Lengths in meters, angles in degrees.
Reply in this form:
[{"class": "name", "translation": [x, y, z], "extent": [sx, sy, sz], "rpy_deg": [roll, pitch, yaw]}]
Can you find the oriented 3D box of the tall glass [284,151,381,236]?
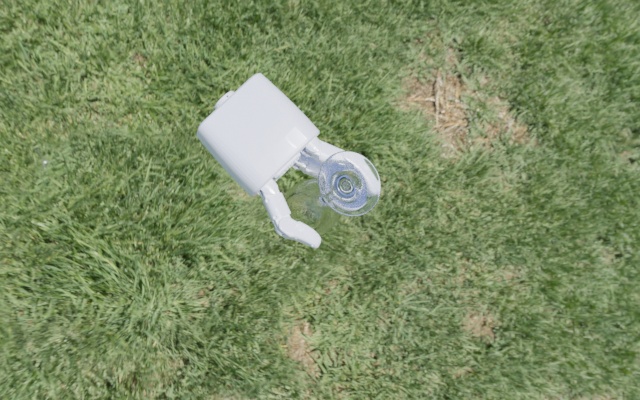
[{"class": "tall glass", "translation": [0.000, 0.002, 0.613], "extent": [0.079, 0.079, 0.201], "rpy_deg": [0, -13, -19]}]
